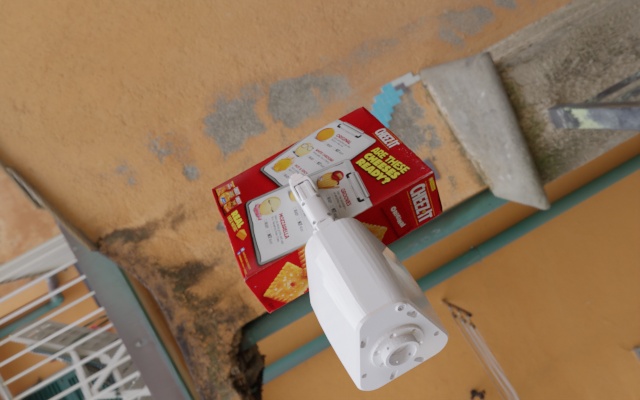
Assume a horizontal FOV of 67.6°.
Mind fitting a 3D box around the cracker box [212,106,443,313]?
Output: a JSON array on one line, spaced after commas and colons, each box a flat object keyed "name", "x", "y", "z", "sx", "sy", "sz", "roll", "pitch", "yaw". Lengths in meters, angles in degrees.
[{"name": "cracker box", "x": 0.000, "y": 0.002, "z": 0.538, "sx": 0.213, "sy": 0.072, "sz": 0.164, "roll": -29, "pitch": 42, "yaw": -4}]
